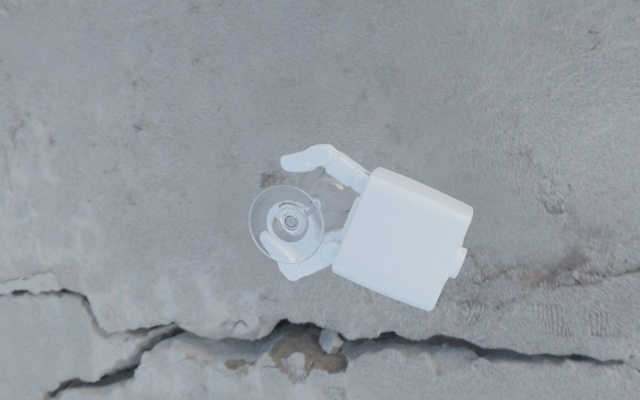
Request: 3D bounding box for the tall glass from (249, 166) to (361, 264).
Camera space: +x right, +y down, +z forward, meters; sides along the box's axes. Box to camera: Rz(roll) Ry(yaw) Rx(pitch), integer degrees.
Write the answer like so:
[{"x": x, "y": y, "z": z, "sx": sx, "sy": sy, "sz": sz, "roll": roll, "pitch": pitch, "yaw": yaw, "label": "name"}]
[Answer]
[{"x": 0.000, "y": 0.002, "z": 0.525, "sx": 0.079, "sy": 0.079, "sz": 0.201, "roll": 0, "pitch": 12, "yaw": 19, "label": "tall glass"}]
